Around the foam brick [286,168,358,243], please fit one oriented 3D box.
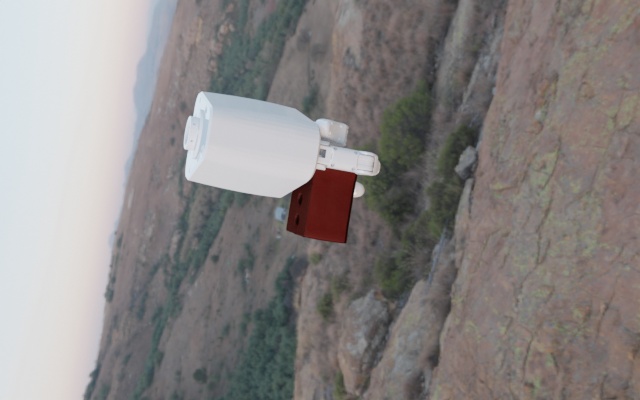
[{"bbox_3d":[0.000,0.002,0.511,0.051,0.078,0.053,8,2,-26],"label":"foam brick"}]
